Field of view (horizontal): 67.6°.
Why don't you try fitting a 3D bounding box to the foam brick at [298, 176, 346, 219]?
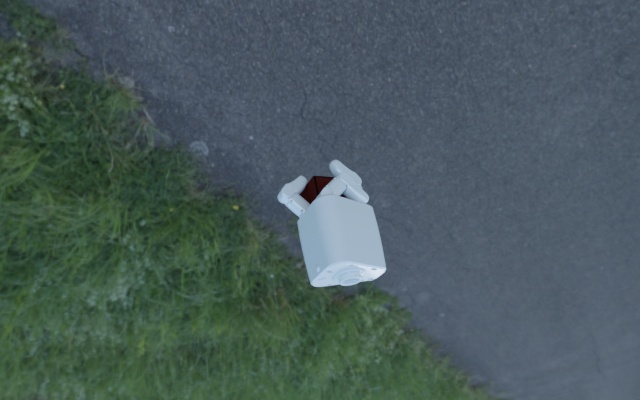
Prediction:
[{"bbox_3d":[0.000,0.003,0.775,0.053,0.051,0.078,3,-31,-26],"label":"foam brick"}]
